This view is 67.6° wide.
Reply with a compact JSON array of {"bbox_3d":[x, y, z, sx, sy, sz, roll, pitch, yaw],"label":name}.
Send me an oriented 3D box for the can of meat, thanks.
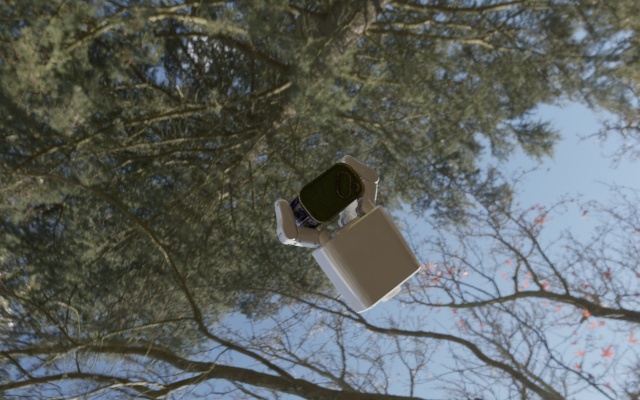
[{"bbox_3d":[0.000,0.002,0.679,0.102,0.057,0.084,-37,-2,-33],"label":"can of meat"}]
